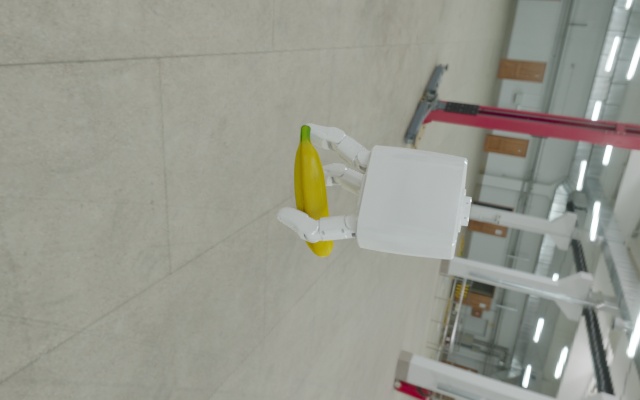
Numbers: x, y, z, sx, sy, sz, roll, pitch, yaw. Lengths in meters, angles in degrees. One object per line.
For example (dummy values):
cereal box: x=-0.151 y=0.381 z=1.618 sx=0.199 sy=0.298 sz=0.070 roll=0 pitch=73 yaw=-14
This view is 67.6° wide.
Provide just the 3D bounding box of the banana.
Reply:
banana: x=-0.005 y=0.010 z=0.596 sx=0.037 sy=0.198 sz=0.069 roll=4 pitch=35 yaw=16
